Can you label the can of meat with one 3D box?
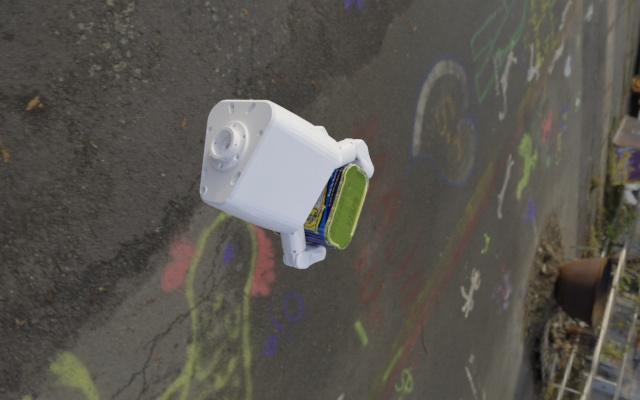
[{"bbox_3d":[0.000,0.002,0.560,0.084,0.102,0.057,11,-11,38],"label":"can of meat"}]
